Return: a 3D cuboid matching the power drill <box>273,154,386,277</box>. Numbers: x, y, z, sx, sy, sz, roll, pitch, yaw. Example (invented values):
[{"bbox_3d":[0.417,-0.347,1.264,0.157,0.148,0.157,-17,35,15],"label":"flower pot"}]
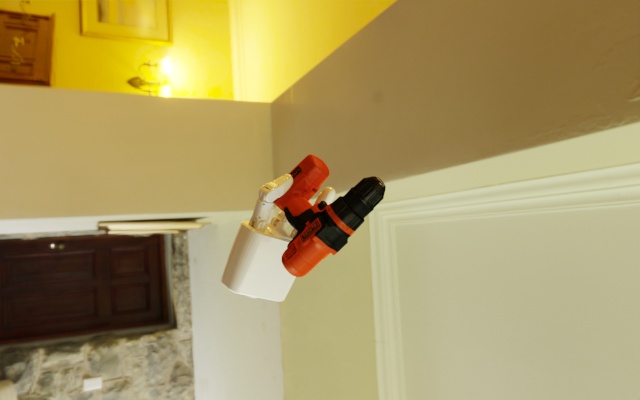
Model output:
[{"bbox_3d":[0.000,0.002,0.723,0.057,0.184,0.187,41,11,-31],"label":"power drill"}]
